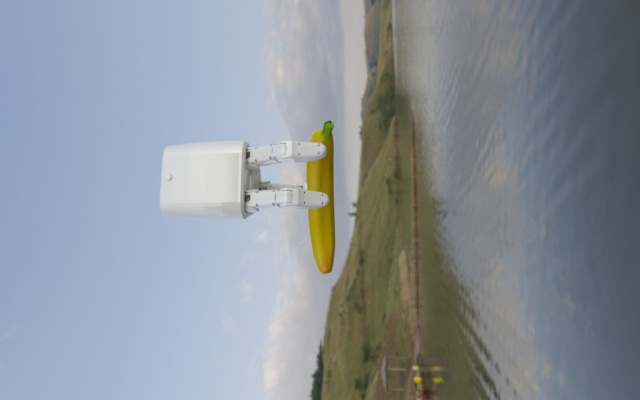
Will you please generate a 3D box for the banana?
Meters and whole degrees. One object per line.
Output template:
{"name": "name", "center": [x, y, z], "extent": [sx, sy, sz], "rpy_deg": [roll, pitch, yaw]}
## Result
{"name": "banana", "center": [0.000, -0.006, 0.622], "extent": [0.037, 0.198, 0.069], "rpy_deg": [-1, 15, 1]}
